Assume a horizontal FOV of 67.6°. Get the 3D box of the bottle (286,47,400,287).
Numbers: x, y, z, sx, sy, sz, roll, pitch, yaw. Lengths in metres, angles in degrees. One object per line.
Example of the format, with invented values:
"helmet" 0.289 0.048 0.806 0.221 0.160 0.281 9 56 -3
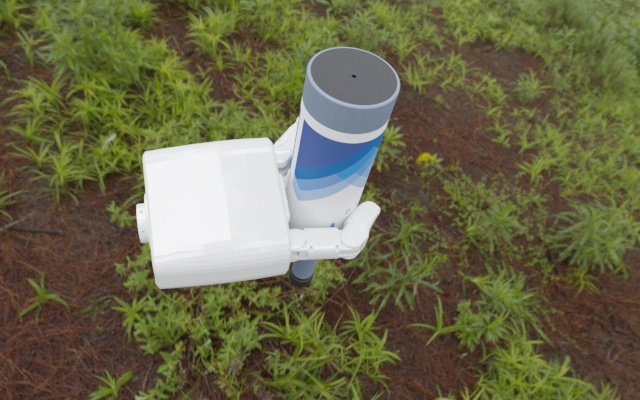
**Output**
"bottle" 0.000 0.001 0.447 0.069 0.069 0.296 0 -37 -11
